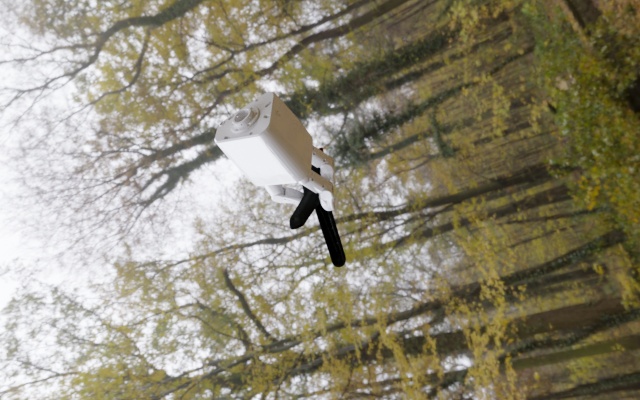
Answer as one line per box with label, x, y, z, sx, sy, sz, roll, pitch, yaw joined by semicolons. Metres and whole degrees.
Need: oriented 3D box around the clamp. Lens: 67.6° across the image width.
clamp;-0.001;0.002;0.818;0.036;0.209;0.165;-17;-43;21
